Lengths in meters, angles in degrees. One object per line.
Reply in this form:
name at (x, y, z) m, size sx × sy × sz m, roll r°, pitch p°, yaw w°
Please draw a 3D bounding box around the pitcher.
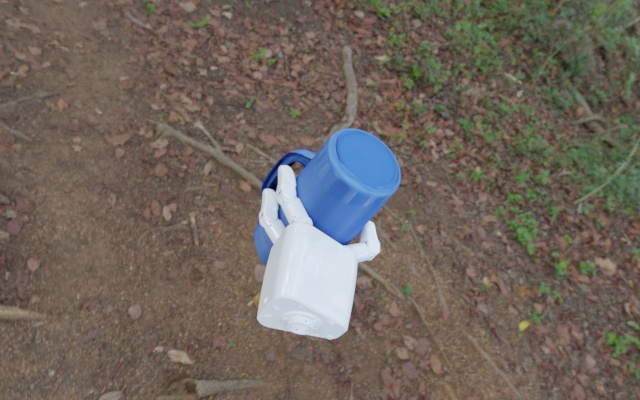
pitcher at (0.000, 0.002, 0.689) m, size 0.149 × 0.145 × 0.243 m, roll 23°, pitch -41°, yaw -15°
